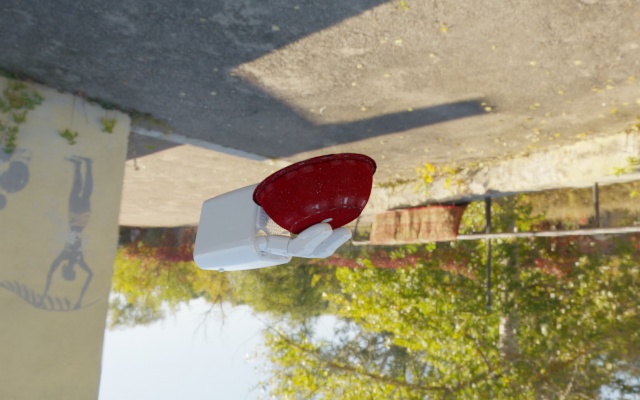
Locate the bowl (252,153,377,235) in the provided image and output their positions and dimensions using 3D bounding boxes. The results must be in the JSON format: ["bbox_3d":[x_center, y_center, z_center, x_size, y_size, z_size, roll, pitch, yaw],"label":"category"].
[{"bbox_3d":[0.001,0.002,0.593,0.162,0.055,0.162,-14,-19,-5],"label":"bowl"}]
